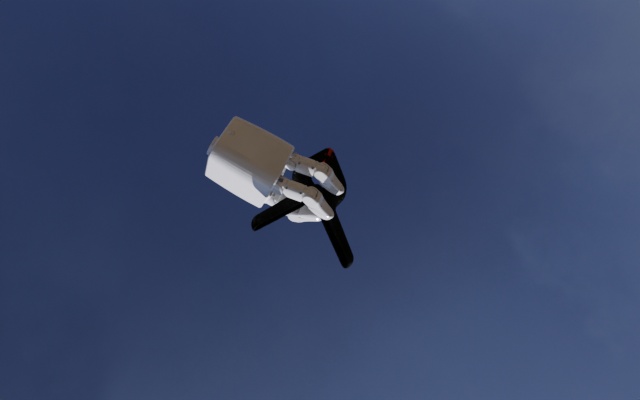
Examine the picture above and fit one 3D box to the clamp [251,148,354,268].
[{"bbox_3d":[0.000,0.002,0.767,0.164,0.209,0.036,30,-39,-7],"label":"clamp"}]
